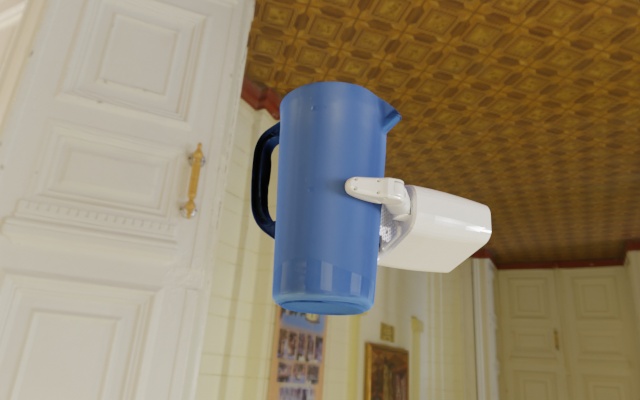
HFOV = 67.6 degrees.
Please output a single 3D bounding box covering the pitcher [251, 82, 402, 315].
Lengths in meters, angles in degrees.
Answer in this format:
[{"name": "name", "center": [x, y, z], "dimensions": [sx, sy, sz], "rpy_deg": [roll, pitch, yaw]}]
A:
[{"name": "pitcher", "center": [0.000, 0.002, 0.546], "dimensions": [0.145, 0.242, 0.149], "rpy_deg": [11, -22, -18]}]
